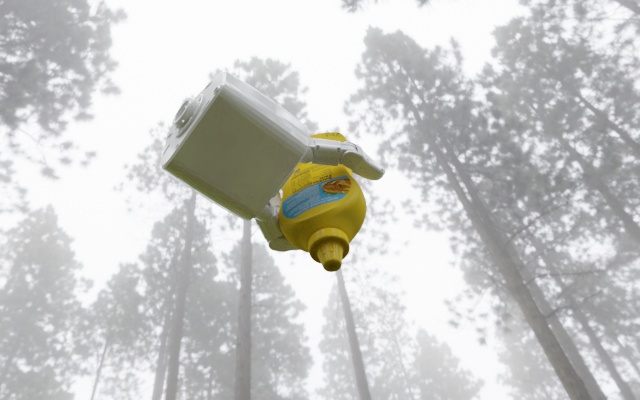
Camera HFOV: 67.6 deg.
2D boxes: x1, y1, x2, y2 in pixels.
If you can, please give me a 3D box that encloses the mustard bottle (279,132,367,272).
[{"bbox_3d":[0.000,0.002,0.524,0.096,0.058,0.191,-21,39,9],"label":"mustard bottle"}]
